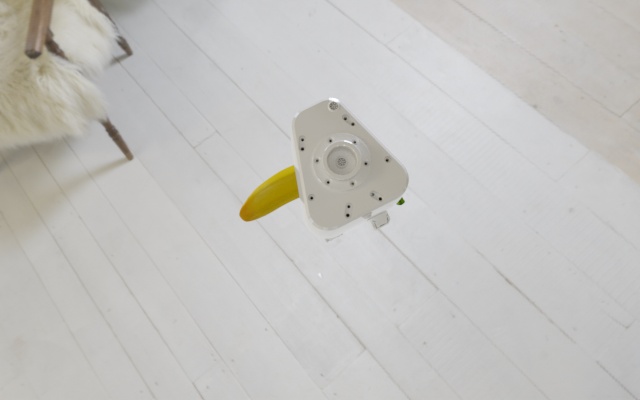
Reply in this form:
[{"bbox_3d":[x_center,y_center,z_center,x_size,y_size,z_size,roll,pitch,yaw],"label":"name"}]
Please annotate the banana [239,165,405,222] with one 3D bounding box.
[{"bbox_3d":[0.002,-0.017,0.551,0.198,0.069,0.037,-5,11,-4],"label":"banana"}]
